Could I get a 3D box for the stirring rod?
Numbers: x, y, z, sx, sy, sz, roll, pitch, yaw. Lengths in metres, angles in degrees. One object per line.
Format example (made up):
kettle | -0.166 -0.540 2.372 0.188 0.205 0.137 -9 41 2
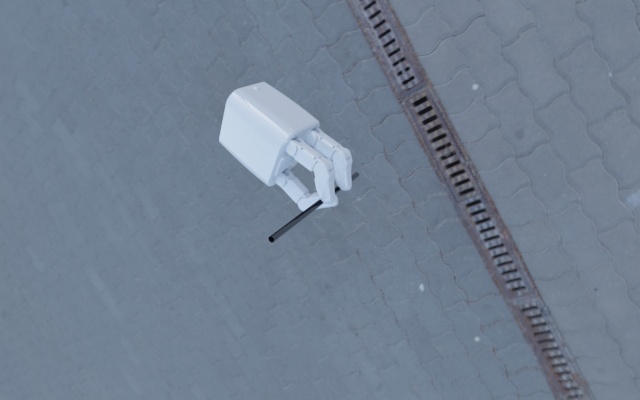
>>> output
stirring rod | 0.000 0.002 0.642 0.011 0.011 0.239 0 21 30
